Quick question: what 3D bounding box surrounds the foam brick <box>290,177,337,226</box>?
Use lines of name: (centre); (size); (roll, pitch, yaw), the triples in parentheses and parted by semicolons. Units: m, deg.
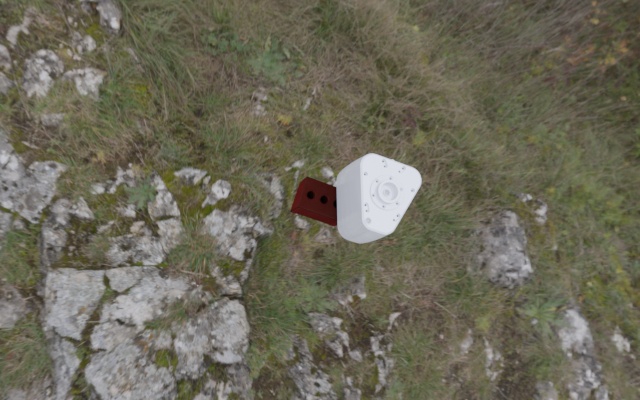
foam brick: (0.000, 0.002, 0.753); (0.078, 0.053, 0.051); (18, -14, -11)
